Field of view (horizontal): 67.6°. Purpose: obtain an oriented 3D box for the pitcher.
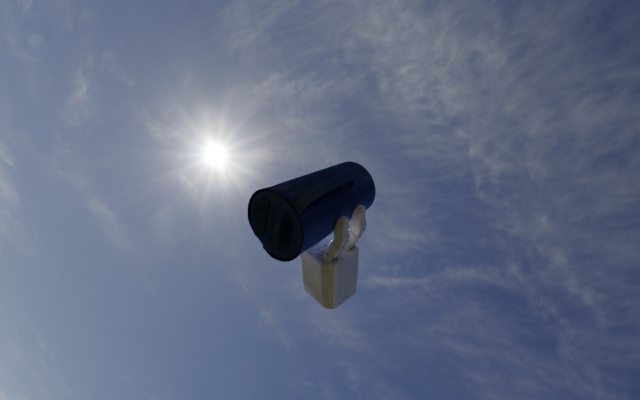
[{"bbox_3d":[0.000,0.003,0.883,0.149,0.145,0.242,16,29,38],"label":"pitcher"}]
